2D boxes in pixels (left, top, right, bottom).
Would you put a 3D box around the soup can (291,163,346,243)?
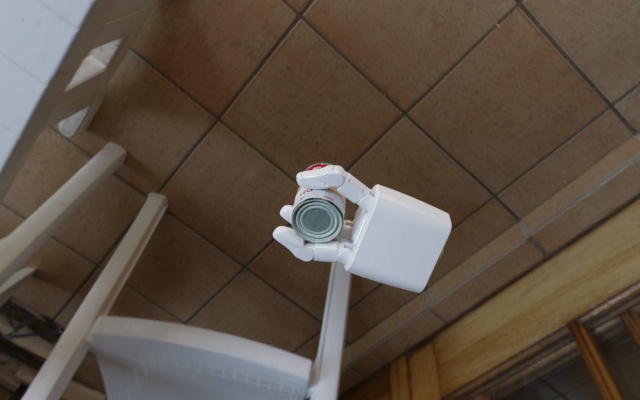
[{"bbox_3d":[0.000,0.002,0.636,0.068,0.068,0.102,0,30,6],"label":"soup can"}]
